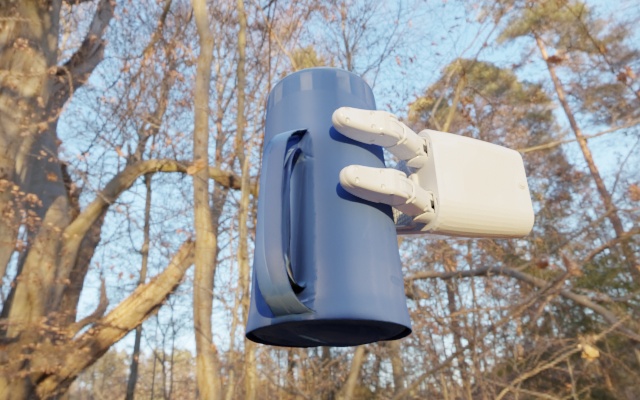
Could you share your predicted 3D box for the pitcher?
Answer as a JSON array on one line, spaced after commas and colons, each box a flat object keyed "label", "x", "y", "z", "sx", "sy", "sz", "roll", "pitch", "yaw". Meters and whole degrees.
[{"label": "pitcher", "x": 0.000, "y": 0.001, "z": 0.421, "sx": 0.145, "sy": 0.242, "sz": 0.149, "roll": 7, "pitch": -26, "yaw": -20}]
